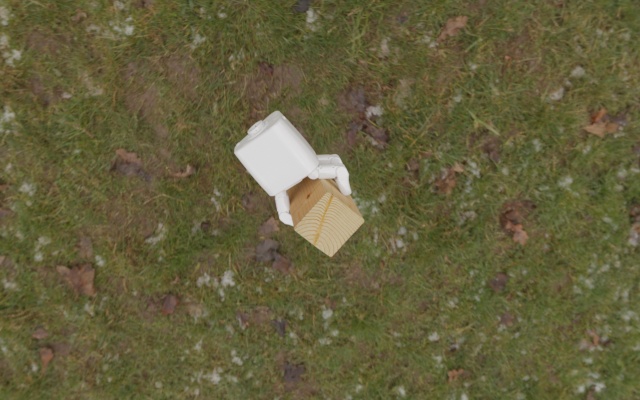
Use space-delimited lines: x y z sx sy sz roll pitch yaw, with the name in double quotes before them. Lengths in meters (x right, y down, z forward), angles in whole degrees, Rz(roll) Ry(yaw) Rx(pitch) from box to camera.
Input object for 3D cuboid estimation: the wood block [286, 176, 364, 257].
"wood block" 0.000 0.003 0.896 0.090 0.091 0.206 38 12 -21
